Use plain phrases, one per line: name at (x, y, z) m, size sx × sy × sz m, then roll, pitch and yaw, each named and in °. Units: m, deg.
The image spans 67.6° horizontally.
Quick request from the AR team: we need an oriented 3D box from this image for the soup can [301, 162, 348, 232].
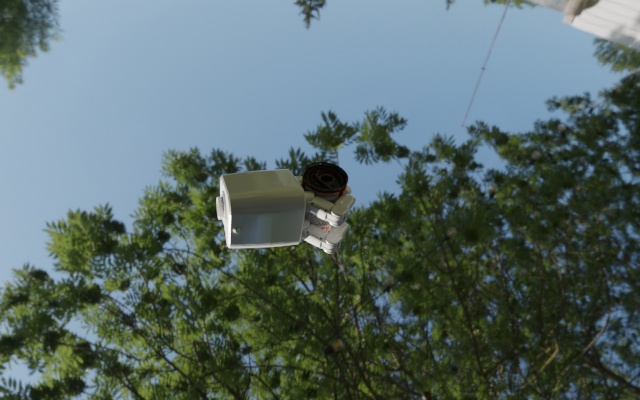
soup can at (0.001, 0.002, 0.722) m, size 0.068 × 0.102 × 0.068 m, roll 6°, pitch 39°, yaw -5°
